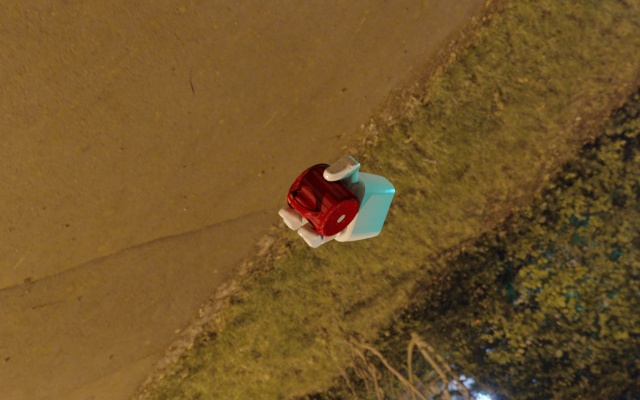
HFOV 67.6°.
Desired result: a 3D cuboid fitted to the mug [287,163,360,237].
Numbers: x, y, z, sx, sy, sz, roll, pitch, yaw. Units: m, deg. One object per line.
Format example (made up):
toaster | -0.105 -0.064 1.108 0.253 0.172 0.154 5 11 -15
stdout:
mug | -0.001 0.003 0.740 0.117 0.093 0.081 -1 39 -51
